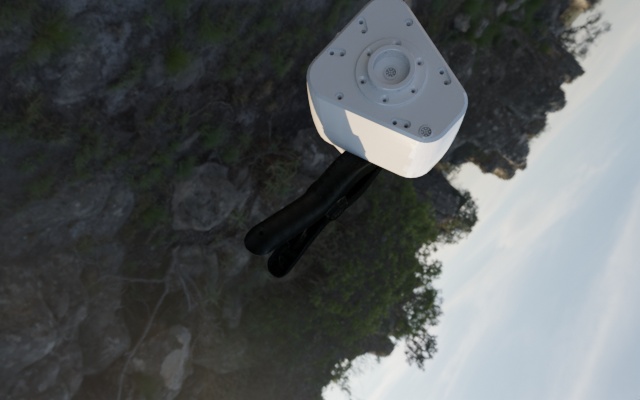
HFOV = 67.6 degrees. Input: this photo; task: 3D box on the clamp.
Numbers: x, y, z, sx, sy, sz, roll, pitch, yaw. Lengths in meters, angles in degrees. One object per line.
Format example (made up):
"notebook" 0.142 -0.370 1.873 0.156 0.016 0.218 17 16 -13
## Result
"clamp" 0.001 0.002 0.437 0.039 0.171 0.120 41 -2 11
